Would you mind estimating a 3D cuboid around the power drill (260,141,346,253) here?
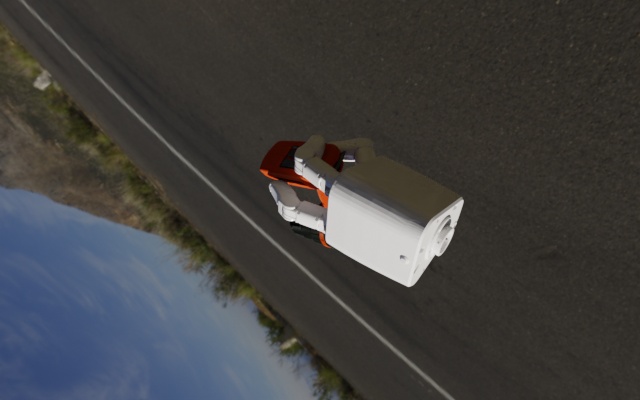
[{"bbox_3d":[0.000,0.002,0.635,0.184,0.057,0.188,8,-31,38],"label":"power drill"}]
